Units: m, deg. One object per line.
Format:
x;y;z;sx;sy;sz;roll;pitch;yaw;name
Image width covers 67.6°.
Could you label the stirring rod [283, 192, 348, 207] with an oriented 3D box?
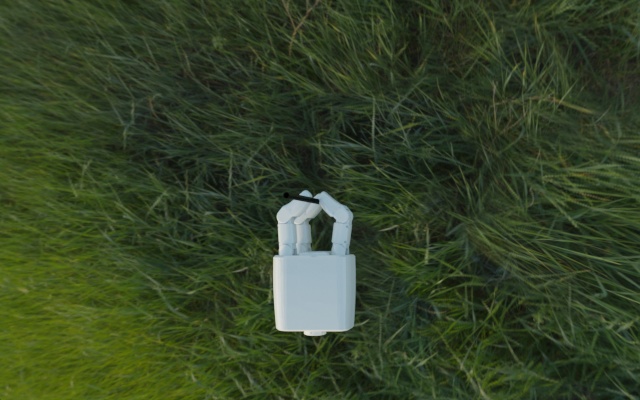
0.000;0.002;0.711;0.011;0.011;0.239;0;-4;21;stirring rod
